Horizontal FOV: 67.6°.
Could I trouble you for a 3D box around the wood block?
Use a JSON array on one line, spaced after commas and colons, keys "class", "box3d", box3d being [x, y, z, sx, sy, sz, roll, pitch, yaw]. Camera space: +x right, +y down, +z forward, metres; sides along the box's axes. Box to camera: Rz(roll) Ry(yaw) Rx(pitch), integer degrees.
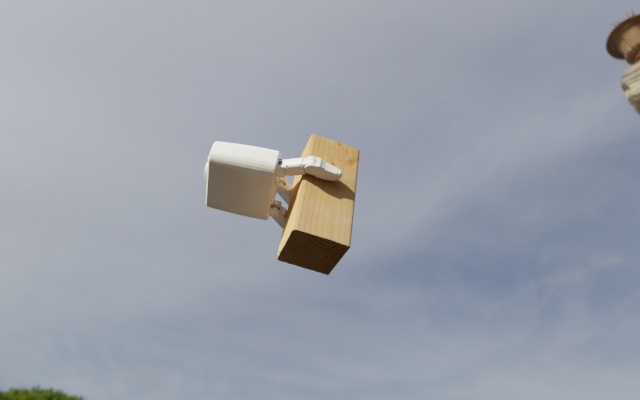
[{"class": "wood block", "box3d": [0.000, 0.002, 0.777, 0.090, 0.206, 0.091, 18, -41, -11]}]
